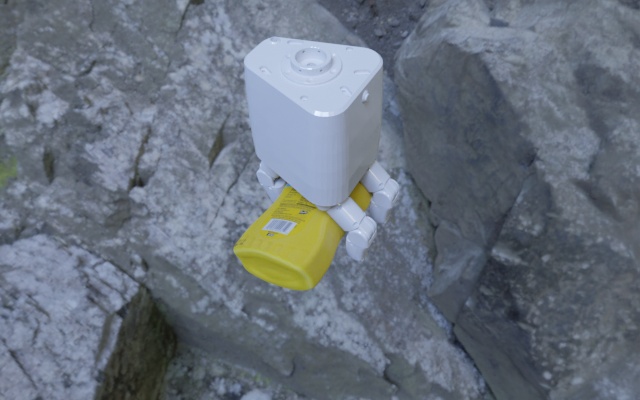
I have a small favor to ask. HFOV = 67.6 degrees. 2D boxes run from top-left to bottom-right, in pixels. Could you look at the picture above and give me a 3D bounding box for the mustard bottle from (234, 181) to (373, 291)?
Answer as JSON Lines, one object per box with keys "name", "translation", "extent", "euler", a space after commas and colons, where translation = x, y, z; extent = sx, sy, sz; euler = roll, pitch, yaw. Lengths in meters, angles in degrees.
{"name": "mustard bottle", "translation": [0.000, 0.002, 0.502], "extent": [0.096, 0.058, 0.191], "euler": [7, 48, 38]}
